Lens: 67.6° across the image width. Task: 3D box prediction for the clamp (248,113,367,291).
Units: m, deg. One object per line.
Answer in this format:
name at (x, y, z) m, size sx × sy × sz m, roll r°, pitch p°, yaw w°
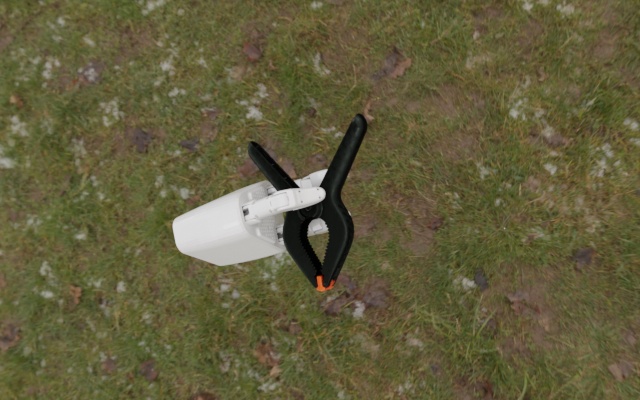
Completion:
clamp at (0.000, 0.002, 0.584) m, size 0.164 × 0.210 × 0.036 m, roll -18°, pitch -9°, yaw 25°
